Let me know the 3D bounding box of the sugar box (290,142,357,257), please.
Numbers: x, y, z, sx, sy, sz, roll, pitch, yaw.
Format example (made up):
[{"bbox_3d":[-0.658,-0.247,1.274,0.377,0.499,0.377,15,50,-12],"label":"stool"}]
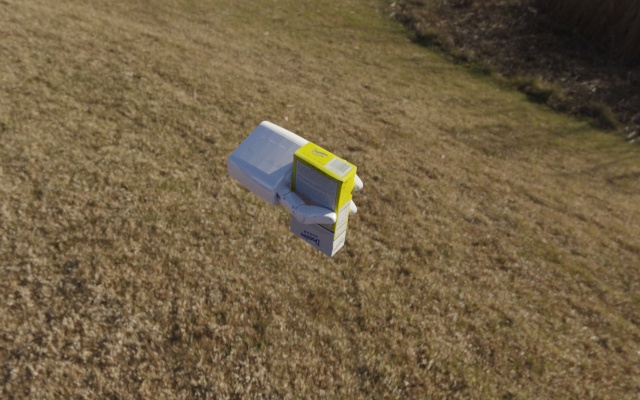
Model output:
[{"bbox_3d":[0.000,0.002,0.764,0.093,0.176,0.048,32,52,23],"label":"sugar box"}]
